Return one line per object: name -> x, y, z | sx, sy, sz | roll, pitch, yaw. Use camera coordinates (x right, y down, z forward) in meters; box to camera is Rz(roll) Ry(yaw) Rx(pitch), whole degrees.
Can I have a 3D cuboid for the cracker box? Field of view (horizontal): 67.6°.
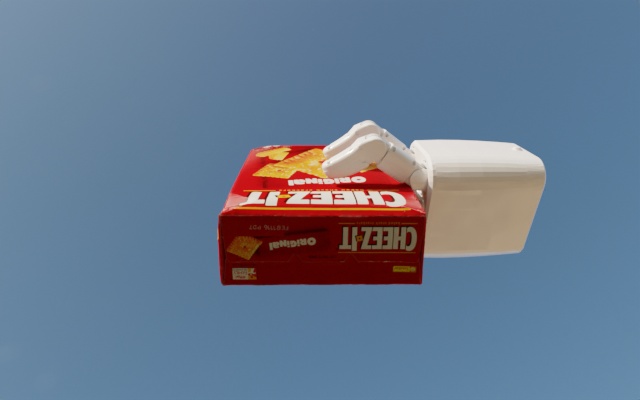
cracker box -> 0.000, 0.002, 0.470 | 0.164, 0.072, 0.213 | -1, 20, -1
